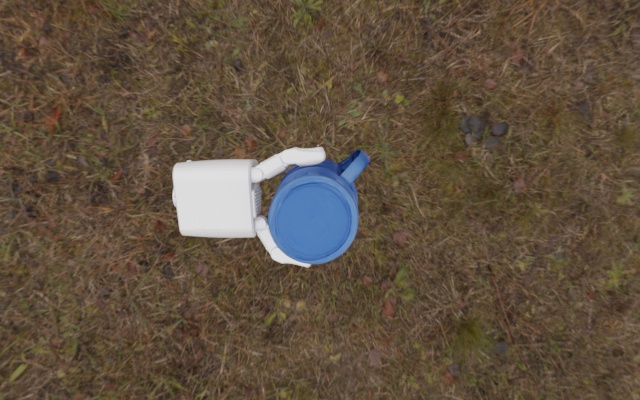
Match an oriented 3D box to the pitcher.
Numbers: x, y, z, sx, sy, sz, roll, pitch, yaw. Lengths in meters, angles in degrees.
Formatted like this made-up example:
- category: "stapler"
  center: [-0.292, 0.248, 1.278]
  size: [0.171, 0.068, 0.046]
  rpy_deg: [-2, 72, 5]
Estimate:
- category: "pitcher"
  center: [0.000, 0.002, 0.673]
  size: [0.145, 0.149, 0.243]
  rpy_deg: [0, 7, 1]
